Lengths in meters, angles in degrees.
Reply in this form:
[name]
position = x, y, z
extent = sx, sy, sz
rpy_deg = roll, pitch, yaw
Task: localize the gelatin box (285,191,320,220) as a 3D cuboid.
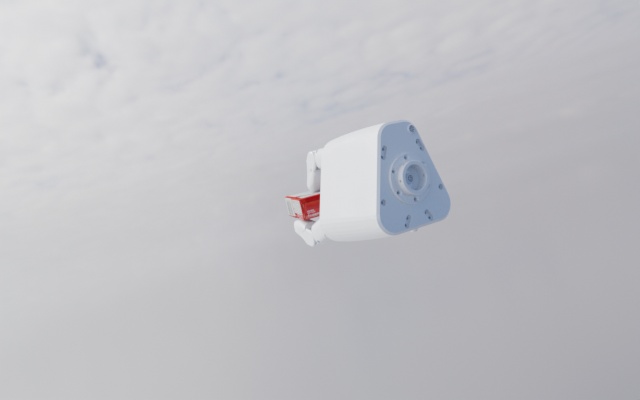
[gelatin box]
position = 0.000, 0.002, 0.617
extent = 0.073, 0.030, 0.089
rpy_deg = -14, 6, -15
